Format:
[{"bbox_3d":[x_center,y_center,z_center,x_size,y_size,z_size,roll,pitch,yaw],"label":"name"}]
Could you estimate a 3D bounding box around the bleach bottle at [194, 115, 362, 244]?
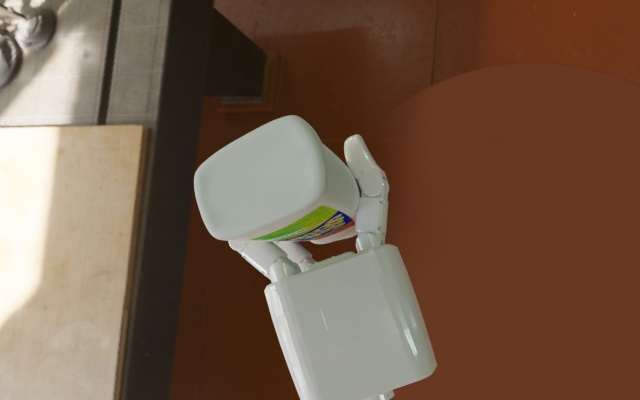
[{"bbox_3d":[0.000,0.001,0.432,0.102,0.068,0.251,-24,-15,17],"label":"bleach bottle"}]
